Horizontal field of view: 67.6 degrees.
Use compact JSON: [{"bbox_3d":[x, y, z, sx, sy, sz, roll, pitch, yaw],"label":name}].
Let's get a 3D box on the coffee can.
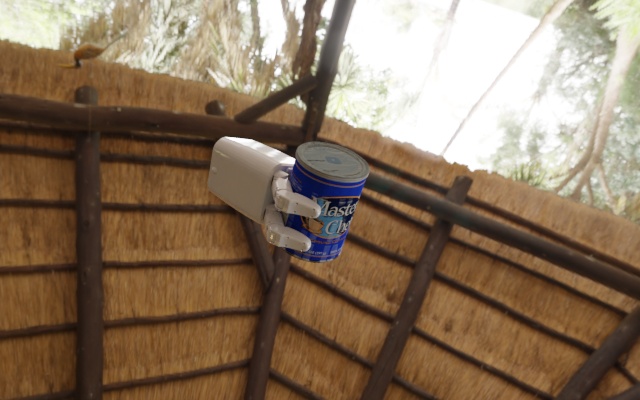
[{"bbox_3d":[0.000,0.002,0.678,0.103,0.140,0.102,13,29,-7],"label":"coffee can"}]
